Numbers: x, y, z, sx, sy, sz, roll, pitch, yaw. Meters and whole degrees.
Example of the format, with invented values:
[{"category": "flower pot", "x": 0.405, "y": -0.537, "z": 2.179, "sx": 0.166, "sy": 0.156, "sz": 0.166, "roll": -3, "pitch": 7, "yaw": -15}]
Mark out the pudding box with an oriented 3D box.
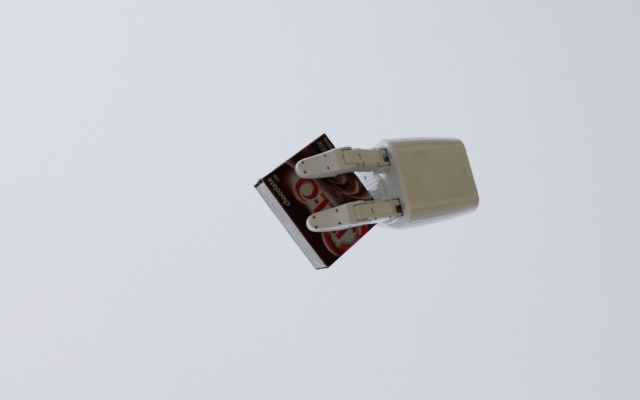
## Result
[{"category": "pudding box", "x": 0.000, "y": 0.002, "z": 0.497, "sx": 0.090, "sy": 0.113, "sz": 0.039, "roll": -39, "pitch": 4, "yaw": -27}]
